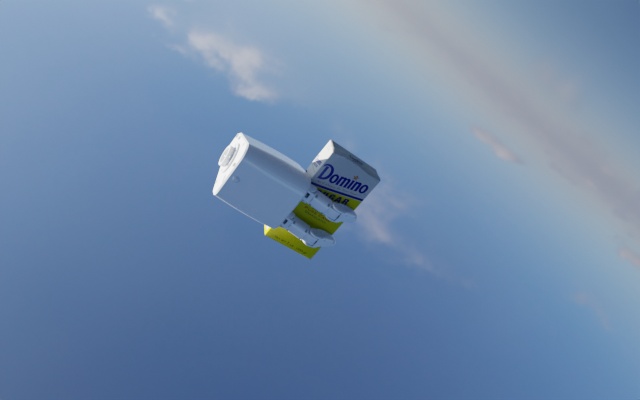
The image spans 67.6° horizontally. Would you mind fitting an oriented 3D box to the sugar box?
[{"bbox_3d":[0.000,0.003,0.737,0.093,0.176,0.048,30,25,-24],"label":"sugar box"}]
